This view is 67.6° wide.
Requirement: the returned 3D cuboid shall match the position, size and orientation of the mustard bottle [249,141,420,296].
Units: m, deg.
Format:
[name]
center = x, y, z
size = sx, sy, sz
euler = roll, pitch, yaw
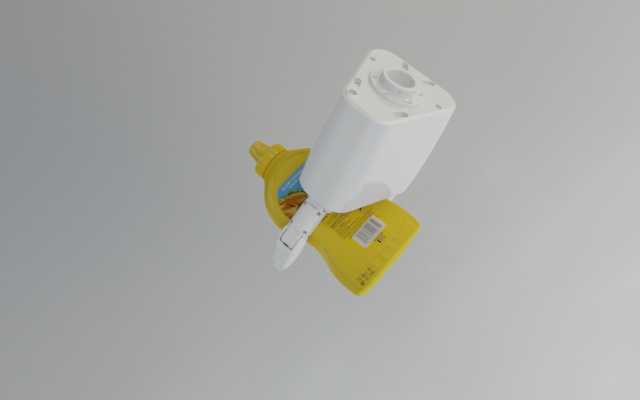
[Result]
[mustard bottle]
center = 0.000, 0.002, 0.492
size = 0.191, 0.096, 0.058
euler = 40, -19, 13
